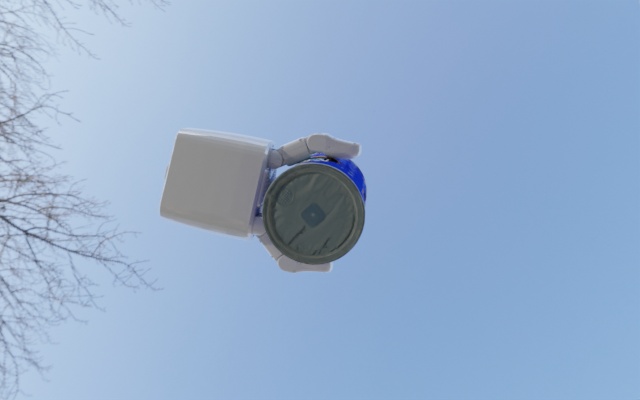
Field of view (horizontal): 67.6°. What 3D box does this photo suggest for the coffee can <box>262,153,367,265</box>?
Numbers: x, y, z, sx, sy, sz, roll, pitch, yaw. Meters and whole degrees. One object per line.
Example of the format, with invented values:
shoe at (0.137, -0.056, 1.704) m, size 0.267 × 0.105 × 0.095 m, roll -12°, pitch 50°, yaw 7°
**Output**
coffee can at (0.000, 0.002, 0.536) m, size 0.103 × 0.103 × 0.140 m, roll 0°, pitch 11°, yaw 6°
